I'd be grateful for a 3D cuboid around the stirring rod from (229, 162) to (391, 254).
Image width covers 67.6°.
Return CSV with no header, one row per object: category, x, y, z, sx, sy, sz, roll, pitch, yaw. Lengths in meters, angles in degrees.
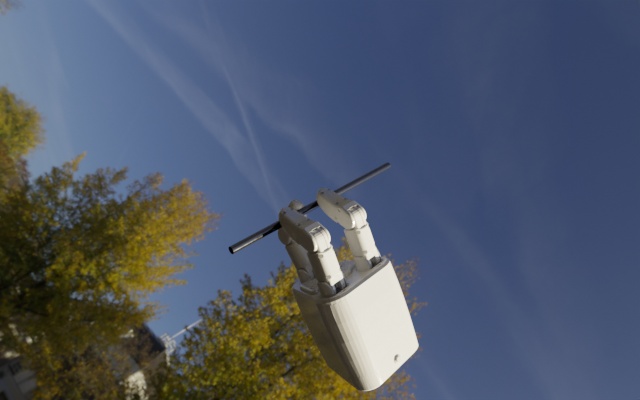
stirring rod,0.000,0.002,0.522,0.239,0.011,0.011,-28,18,-37
